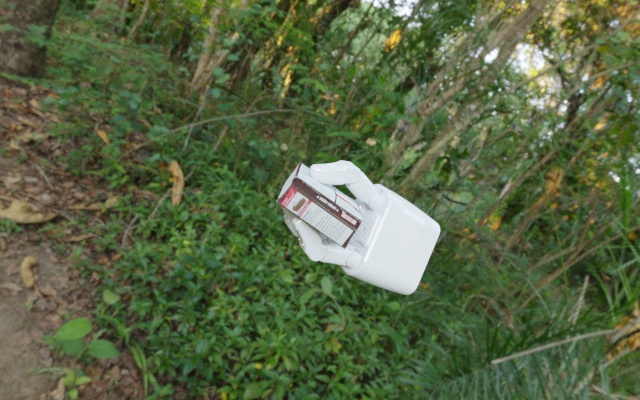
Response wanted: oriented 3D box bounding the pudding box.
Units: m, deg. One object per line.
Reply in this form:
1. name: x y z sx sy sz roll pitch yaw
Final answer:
1. pudding box: 0.000 0.002 0.547 0.090 0.039 0.113 34 9 -6
